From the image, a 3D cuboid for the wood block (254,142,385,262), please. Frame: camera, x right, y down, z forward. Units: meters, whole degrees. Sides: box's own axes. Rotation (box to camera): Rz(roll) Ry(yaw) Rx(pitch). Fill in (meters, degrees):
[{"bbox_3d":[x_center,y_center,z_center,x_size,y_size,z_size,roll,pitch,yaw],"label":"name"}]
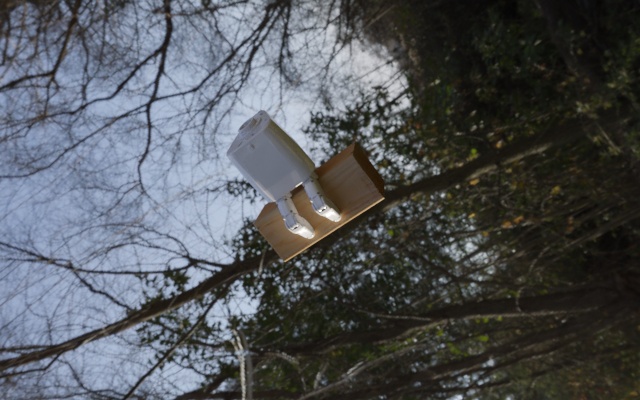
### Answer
[{"bbox_3d":[0.000,0.002,0.815,0.206,0.090,0.090,-34,14,18],"label":"wood block"}]
